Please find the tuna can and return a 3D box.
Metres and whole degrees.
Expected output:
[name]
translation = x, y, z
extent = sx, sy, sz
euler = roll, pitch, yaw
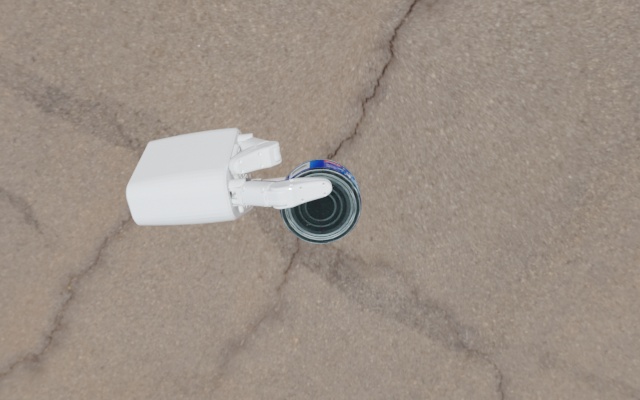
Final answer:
[tuna can]
translation = 0.000, 0.002, 0.501
extent = 0.086, 0.086, 0.033
euler = 0, 20, 0
